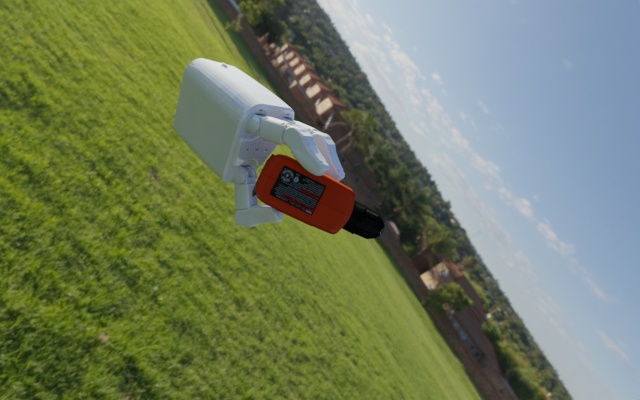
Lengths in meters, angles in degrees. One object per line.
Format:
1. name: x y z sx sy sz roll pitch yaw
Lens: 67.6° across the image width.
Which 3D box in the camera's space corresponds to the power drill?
1. power drill: 0.000 0.002 0.586 0.184 0.057 0.187 24 -1 2
